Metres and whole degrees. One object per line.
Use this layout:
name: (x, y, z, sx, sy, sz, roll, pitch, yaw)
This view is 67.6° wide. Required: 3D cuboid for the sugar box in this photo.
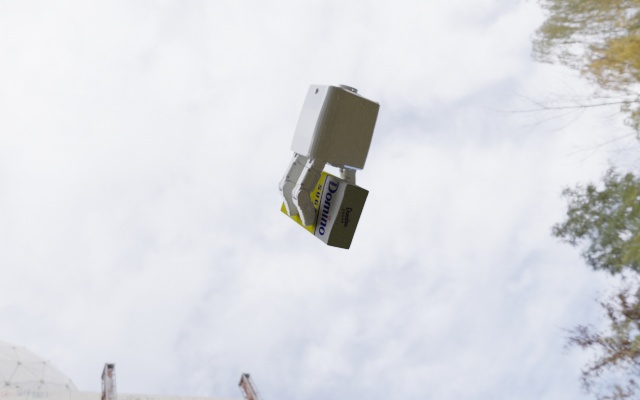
sugar box: (0.000, 0.002, 0.737, 0.048, 0.093, 0.176, 15, 7, -28)
